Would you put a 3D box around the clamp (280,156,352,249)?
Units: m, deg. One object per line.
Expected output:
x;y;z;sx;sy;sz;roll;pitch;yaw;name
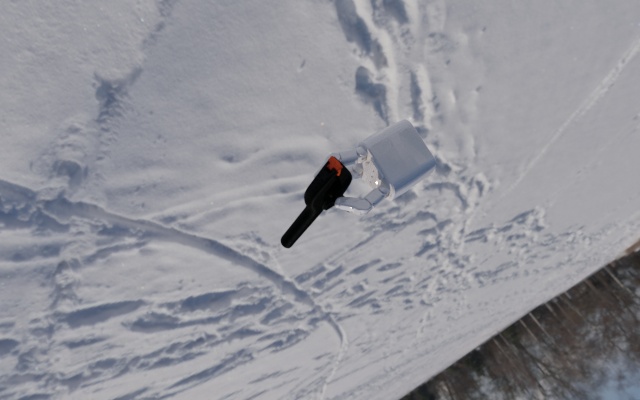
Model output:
0.001;0.003;0.829;0.164;0.036;0.210;-33;-22;-20;clamp
